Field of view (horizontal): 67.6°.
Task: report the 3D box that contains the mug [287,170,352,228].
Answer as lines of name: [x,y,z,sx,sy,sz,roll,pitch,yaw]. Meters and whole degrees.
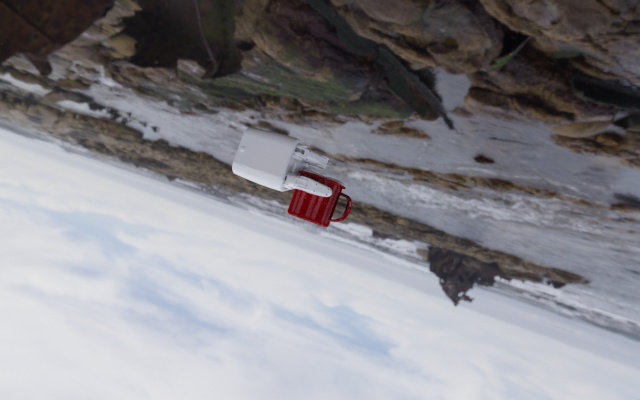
mug: [0.001,0.003,0.868,0.117,0.081,0.093,19,-4,18]
